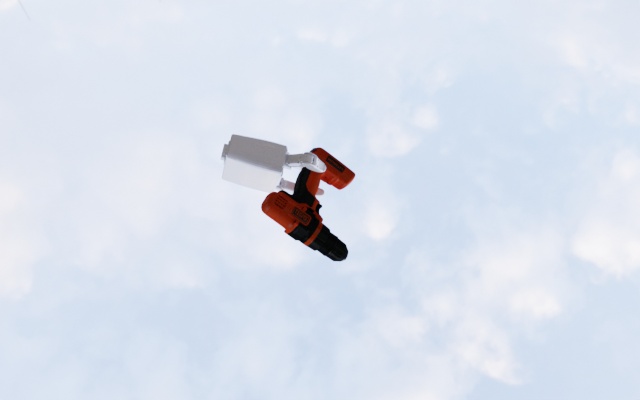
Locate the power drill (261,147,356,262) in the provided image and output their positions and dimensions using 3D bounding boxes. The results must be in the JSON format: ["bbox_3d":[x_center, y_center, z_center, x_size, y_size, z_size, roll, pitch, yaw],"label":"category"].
[{"bbox_3d":[0.000,0.002,0.899,0.184,0.187,0.057,37,-40,-12],"label":"power drill"}]
